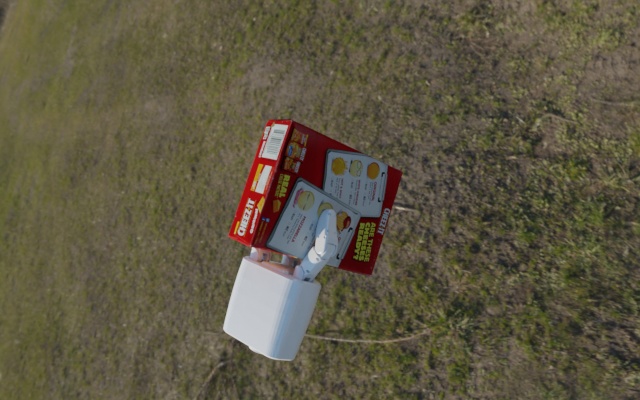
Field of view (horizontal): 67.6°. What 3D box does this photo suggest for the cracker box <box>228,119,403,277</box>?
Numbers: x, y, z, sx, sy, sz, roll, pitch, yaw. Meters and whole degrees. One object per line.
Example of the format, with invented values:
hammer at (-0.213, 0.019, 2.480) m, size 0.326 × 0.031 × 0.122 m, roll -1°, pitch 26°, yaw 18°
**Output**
cracker box at (0.000, 0.002, 0.659) m, size 0.214 × 0.164 × 0.072 m, roll 19°, pitch -3°, yaw -38°
